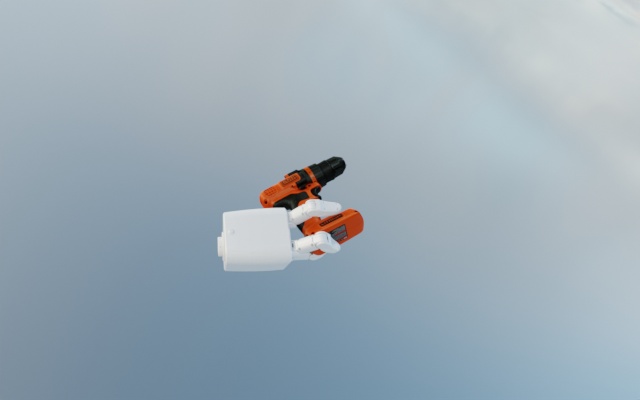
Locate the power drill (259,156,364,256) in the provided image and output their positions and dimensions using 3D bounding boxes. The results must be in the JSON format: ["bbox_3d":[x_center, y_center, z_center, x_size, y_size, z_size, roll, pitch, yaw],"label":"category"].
[{"bbox_3d":[0.000,0.003,0.873,0.184,0.057,0.187,-29,43,-12],"label":"power drill"}]
